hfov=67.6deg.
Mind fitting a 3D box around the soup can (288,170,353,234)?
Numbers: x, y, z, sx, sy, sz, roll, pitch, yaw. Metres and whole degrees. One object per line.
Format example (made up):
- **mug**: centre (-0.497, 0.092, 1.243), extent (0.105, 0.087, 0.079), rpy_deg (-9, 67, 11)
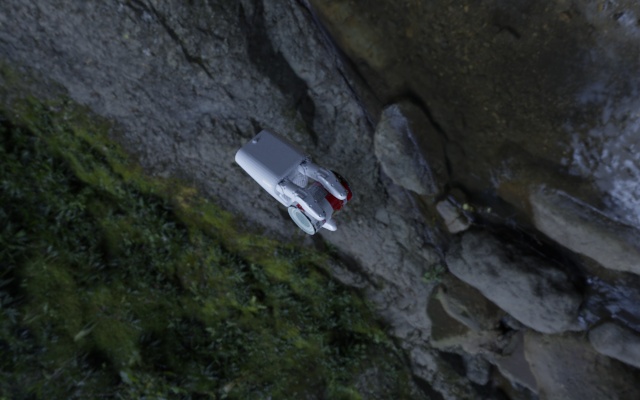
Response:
- **soup can**: centre (0.000, 0.003, 0.854), extent (0.102, 0.068, 0.068), rpy_deg (-43, 19, -21)
